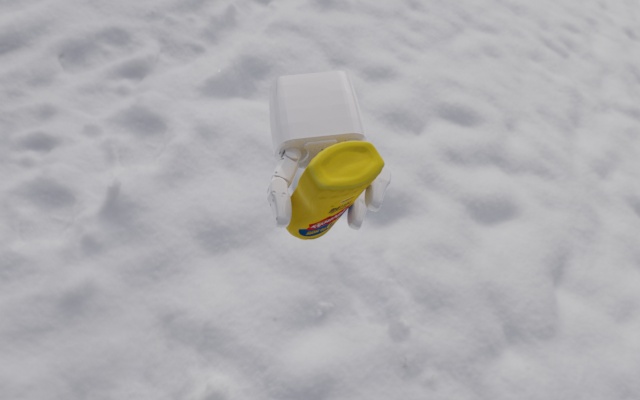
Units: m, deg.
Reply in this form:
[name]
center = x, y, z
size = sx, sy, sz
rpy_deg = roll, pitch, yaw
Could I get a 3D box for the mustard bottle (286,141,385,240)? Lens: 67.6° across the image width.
[mustard bottle]
center = 0.000, 0.002, 0.596
size = 0.096, 0.058, 0.192
rpy_deg = -25, -15, -30
